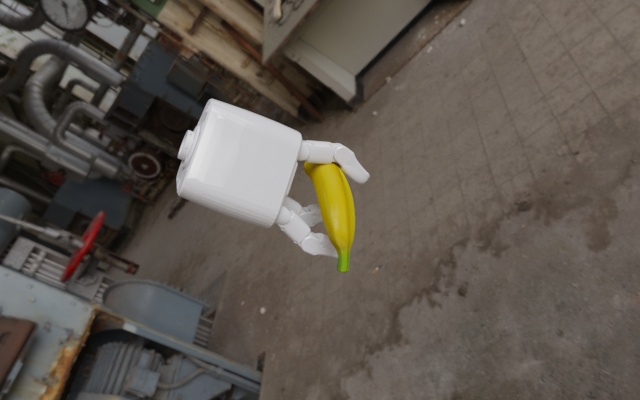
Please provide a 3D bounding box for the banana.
[{"bbox_3d":[0.007,-0.010,0.562,0.037,0.070,0.197,9,36,-19],"label":"banana"}]
